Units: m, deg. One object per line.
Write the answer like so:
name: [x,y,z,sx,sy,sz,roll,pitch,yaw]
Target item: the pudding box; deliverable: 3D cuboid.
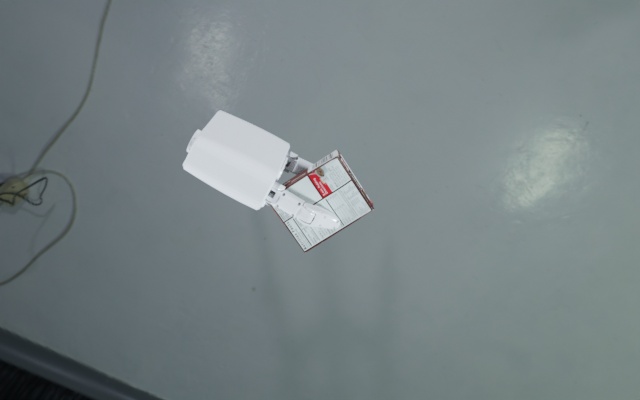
pudding box: [0.000,0.002,0.628,0.113,0.090,0.039,-32,14,10]
